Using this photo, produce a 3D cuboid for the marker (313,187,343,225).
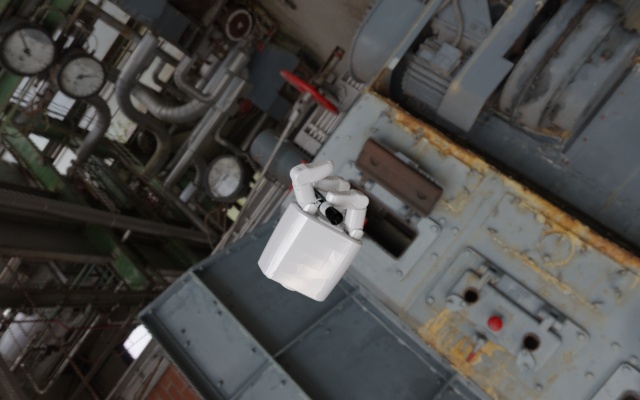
[{"bbox_3d":[0.000,0.002,0.654,0.020,0.020,0.121,0,23,-25],"label":"marker"}]
